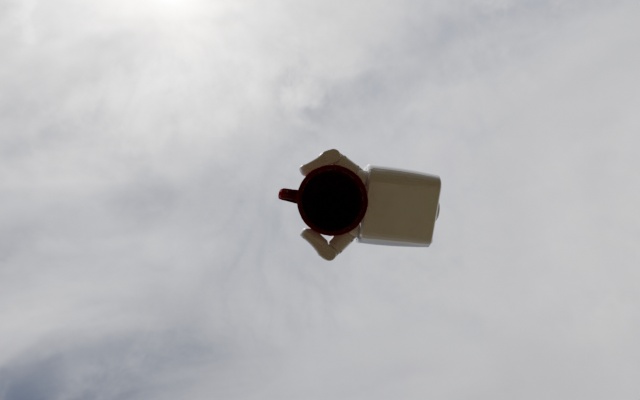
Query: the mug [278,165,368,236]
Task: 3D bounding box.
[{"bbox_3d":[-0.001,0.002,0.654,0.117,0.093,0.081,7,-7,-5],"label":"mug"}]
